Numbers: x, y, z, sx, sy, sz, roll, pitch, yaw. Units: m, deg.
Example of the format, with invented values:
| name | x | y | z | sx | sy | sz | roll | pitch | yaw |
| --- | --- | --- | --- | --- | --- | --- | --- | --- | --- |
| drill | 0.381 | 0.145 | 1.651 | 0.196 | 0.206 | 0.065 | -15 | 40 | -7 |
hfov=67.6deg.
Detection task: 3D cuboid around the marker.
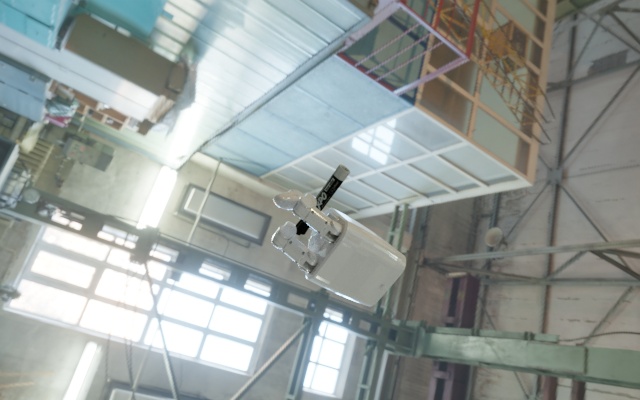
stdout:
| name | x | y | z | sx | sy | sz | roll | pitch | yaw |
| --- | --- | --- | --- | --- | --- | --- | --- | --- | --- |
| marker | 0.000 | 0.002 | 0.668 | 0.020 | 0.121 | 0.020 | 31 | 21 | -13 |
